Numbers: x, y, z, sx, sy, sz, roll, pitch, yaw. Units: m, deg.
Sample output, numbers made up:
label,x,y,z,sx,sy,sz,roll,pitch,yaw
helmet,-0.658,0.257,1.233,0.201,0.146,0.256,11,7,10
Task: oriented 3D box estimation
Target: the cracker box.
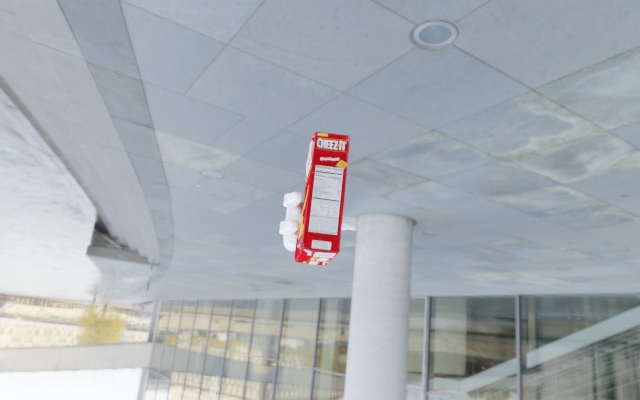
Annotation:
label,x,y,z,sx,sy,sz,roll,pitch,yaw
cracker box,0.000,0.003,0.884,0.072,0.213,0.164,7,-15,-5
